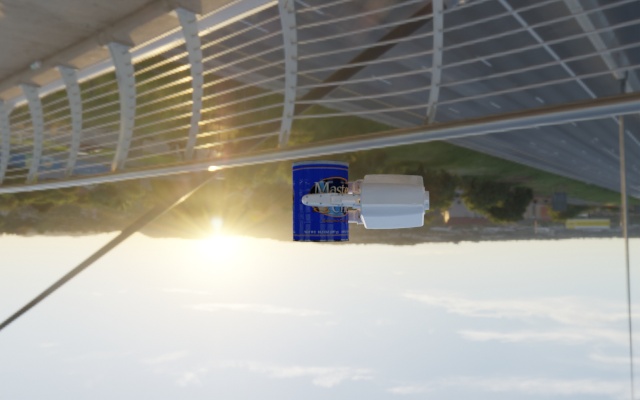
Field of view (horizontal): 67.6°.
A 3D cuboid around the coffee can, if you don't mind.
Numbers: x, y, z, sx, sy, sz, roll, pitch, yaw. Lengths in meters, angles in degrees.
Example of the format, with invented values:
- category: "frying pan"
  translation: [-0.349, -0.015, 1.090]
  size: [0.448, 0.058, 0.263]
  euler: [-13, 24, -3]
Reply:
- category: "coffee can"
  translation: [0.000, 0.003, 0.858]
  size: [0.103, 0.140, 0.103]
  euler: [0, -2, 0]
